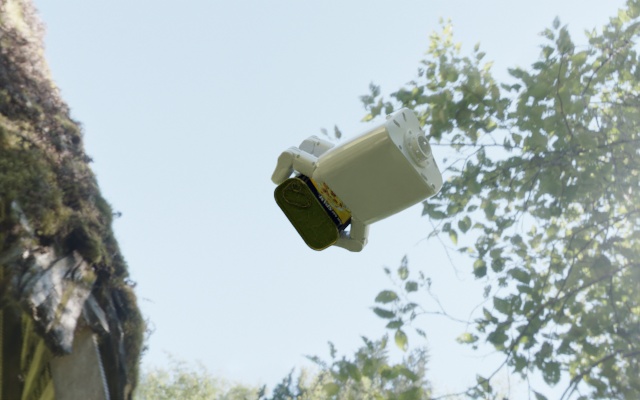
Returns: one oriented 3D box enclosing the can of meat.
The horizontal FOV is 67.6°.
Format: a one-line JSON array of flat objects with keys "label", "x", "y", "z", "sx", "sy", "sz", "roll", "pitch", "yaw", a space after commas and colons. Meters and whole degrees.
[{"label": "can of meat", "x": 0.000, "y": 0.002, "z": 0.635, "sx": 0.057, "sy": 0.102, "sz": 0.084, "roll": -33, "pitch": 5, "yaw": 39}]
